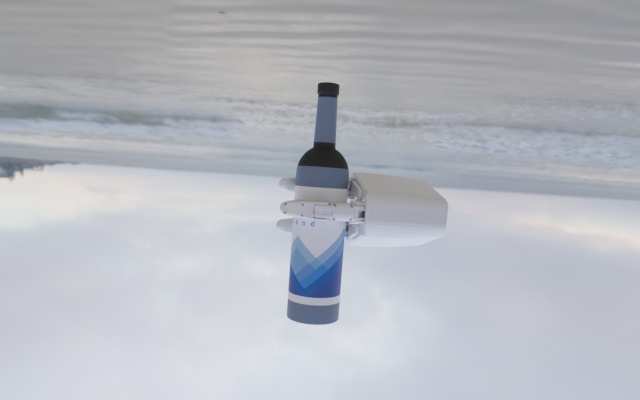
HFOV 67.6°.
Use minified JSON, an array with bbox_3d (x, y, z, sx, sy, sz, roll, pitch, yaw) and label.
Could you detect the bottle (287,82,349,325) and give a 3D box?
[{"bbox_3d":[0.000,0.002,0.601,0.069,0.296,0.069,4,3,0],"label":"bottle"}]
